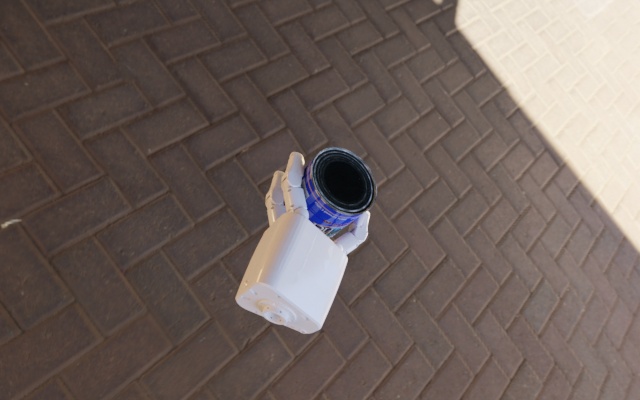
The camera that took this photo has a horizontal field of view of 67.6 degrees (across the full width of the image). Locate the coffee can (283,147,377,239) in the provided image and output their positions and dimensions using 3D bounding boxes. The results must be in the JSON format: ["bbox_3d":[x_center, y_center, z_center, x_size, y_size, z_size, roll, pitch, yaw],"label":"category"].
[{"bbox_3d":[0.000,0.002,0.690,0.103,0.102,0.140,0,-25,-31],"label":"coffee can"}]
